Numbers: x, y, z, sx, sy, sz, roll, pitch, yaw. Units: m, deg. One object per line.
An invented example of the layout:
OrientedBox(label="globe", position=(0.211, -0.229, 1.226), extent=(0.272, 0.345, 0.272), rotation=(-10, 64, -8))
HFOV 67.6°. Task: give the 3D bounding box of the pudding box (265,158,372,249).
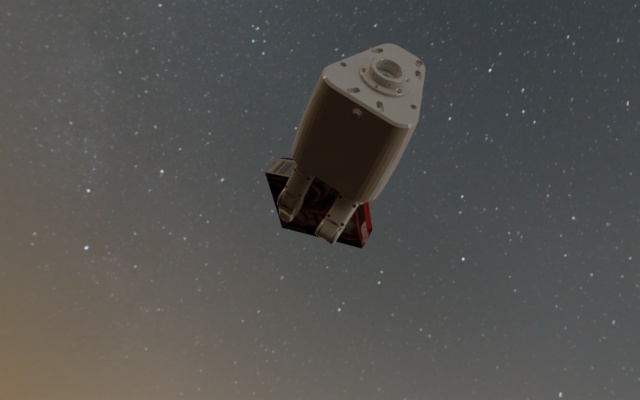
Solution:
OrientedBox(label="pudding box", position=(0.000, 0.002, 0.550), extent=(0.113, 0.090, 0.039), rotation=(14, 46, 28))
